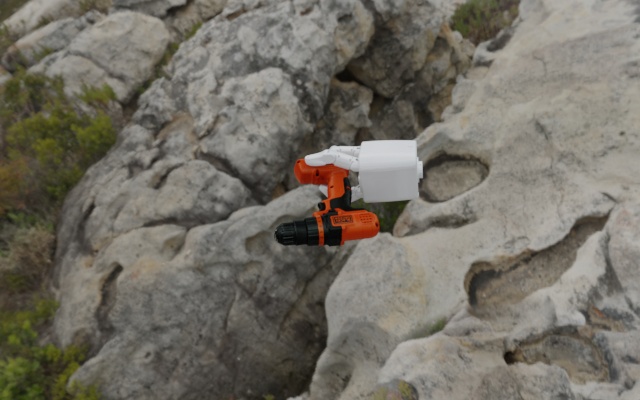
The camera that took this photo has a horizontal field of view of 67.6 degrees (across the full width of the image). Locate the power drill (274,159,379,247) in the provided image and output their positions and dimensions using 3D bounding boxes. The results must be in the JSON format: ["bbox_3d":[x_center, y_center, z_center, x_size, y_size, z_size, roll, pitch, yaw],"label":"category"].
[{"bbox_3d":[0.000,0.002,0.878,0.184,0.187,0.057,-4,-41,-9],"label":"power drill"}]
